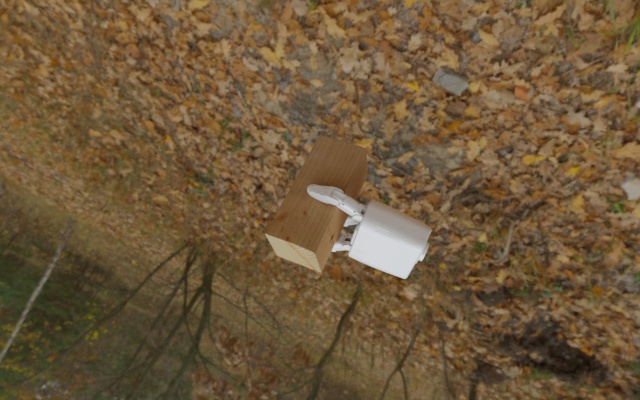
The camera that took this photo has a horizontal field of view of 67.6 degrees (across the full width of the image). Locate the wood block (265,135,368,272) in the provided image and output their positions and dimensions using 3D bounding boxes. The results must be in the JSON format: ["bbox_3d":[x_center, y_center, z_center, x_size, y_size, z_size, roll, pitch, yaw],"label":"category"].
[{"bbox_3d":[0.000,0.003,0.816,0.090,0.206,0.091,19,-25,18],"label":"wood block"}]
